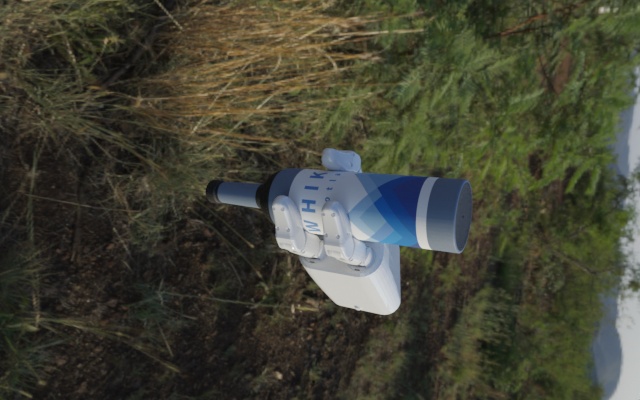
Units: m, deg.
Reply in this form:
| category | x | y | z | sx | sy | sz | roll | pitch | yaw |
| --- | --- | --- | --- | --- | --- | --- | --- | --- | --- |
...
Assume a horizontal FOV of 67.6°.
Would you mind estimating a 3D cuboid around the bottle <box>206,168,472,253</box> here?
| category | x | y | z | sx | sy | sz | roll | pitch | yaw |
| --- | --- | --- | --- | --- | --- | --- | --- | --- | --- |
| bottle | 0.000 | 0.002 | 0.497 | 0.295 | 0.069 | 0.069 | 6 | 3 | 29 |
